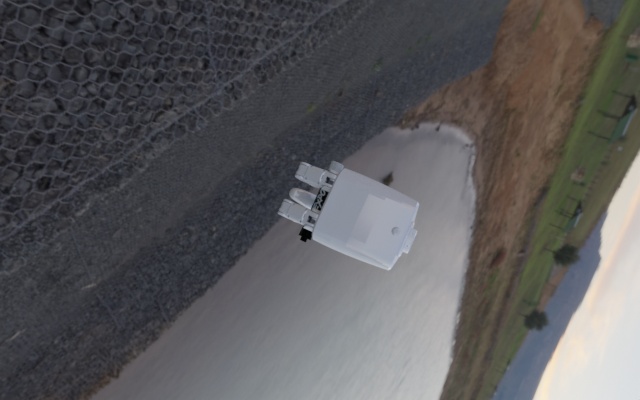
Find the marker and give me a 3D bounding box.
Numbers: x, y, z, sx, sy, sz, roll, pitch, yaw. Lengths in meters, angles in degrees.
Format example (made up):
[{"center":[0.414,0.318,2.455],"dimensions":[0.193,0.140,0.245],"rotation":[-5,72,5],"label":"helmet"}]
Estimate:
[{"center":[0.000,0.002,0.674],"dimensions":[0.020,0.121,0.020],"rotation":[24,-3,2],"label":"marker"}]
